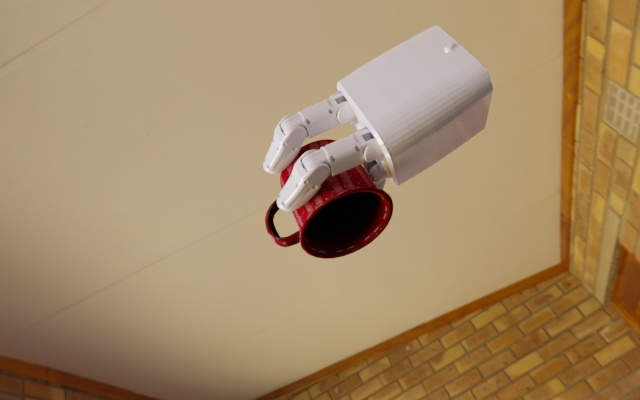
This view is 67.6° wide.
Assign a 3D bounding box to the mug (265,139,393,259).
[{"bbox_3d":[-0.001,0.002,0.461,0.117,0.081,0.093,-30,-39,3],"label":"mug"}]
